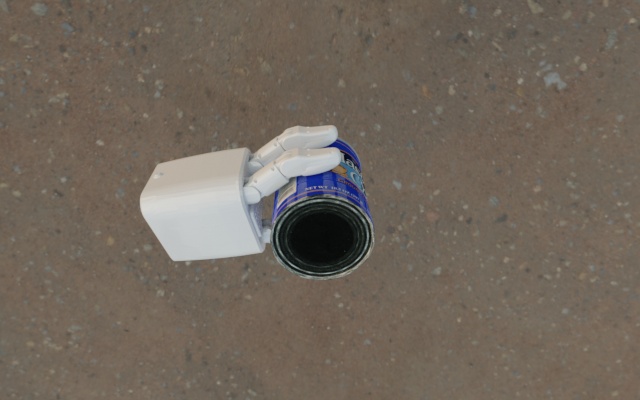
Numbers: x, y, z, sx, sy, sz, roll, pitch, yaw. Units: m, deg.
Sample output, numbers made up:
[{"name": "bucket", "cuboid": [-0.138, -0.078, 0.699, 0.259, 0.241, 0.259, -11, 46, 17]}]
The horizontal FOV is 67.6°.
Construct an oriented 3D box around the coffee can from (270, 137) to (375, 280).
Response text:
[{"name": "coffee can", "cuboid": [0.000, 0.002, 0.521, 0.103, 0.103, 0.140, 0, 32, -2]}]
